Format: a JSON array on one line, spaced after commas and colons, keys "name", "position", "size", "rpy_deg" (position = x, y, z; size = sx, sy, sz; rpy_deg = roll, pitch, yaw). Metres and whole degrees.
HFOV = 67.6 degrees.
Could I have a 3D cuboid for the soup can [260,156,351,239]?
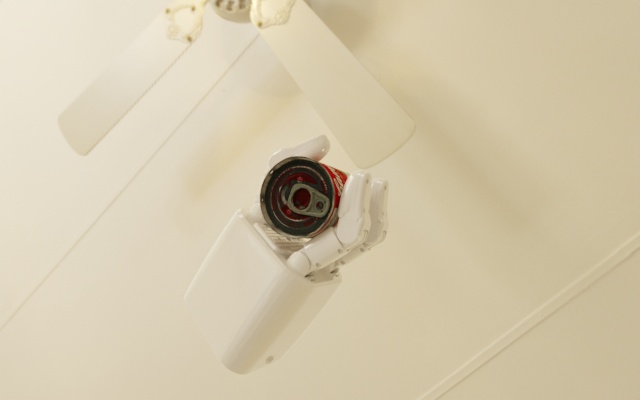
[{"name": "soup can", "position": [0.000, 0.001, 0.433], "size": [0.068, 0.068, 0.102], "rpy_deg": [0, -5, 24]}]
